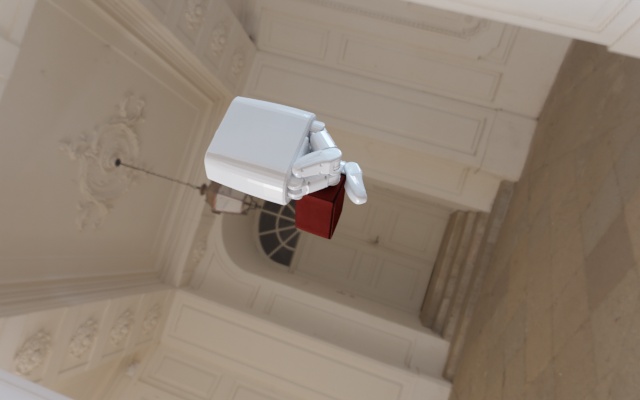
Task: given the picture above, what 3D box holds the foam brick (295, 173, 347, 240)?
[{"bbox_3d":[0.000,0.002,0.619,0.051,0.053,0.078,17,-40,10],"label":"foam brick"}]
